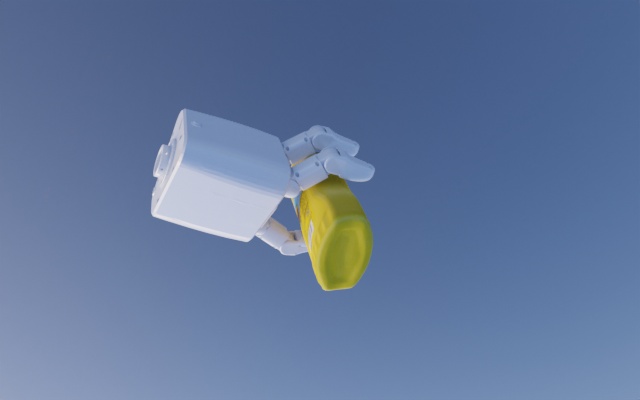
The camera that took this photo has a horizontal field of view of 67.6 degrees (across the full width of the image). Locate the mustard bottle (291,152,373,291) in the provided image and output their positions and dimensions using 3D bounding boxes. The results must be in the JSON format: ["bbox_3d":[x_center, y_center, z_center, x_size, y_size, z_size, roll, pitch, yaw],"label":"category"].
[{"bbox_3d":[0.000,0.002,0.529,0.058,0.096,0.191,-5,35,-14],"label":"mustard bottle"}]
